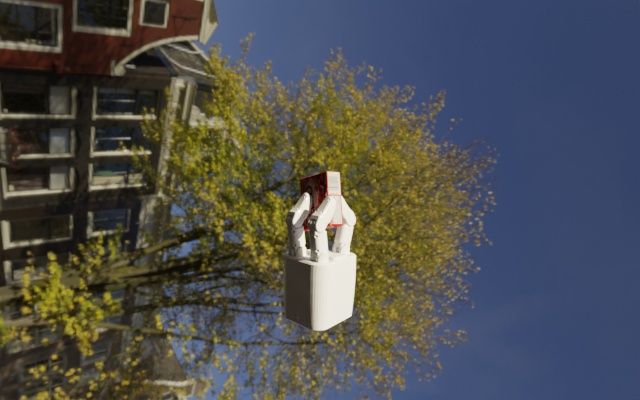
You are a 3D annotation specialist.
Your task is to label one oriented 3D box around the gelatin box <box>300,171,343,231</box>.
[{"bbox_3d":[0.000,0.002,0.772,0.030,0.089,0.073,2,-9,-38],"label":"gelatin box"}]
